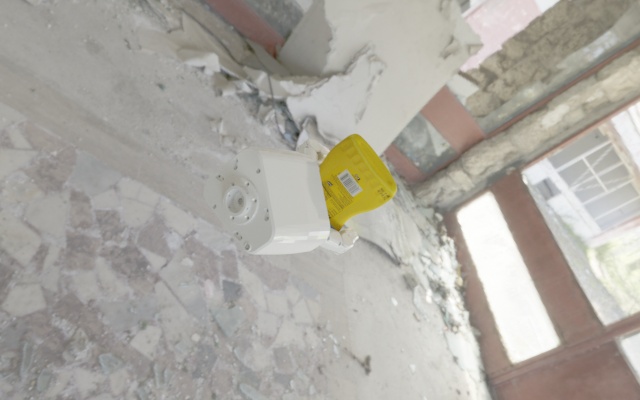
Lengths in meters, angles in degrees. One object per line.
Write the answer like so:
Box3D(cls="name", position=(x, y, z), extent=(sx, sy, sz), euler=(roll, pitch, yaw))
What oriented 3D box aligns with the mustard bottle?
Box3D(cls="mustard bottle", position=(0.000, 0.002, 0.639), extent=(0.192, 0.096, 0.058), euler=(-35, 5, 26))
